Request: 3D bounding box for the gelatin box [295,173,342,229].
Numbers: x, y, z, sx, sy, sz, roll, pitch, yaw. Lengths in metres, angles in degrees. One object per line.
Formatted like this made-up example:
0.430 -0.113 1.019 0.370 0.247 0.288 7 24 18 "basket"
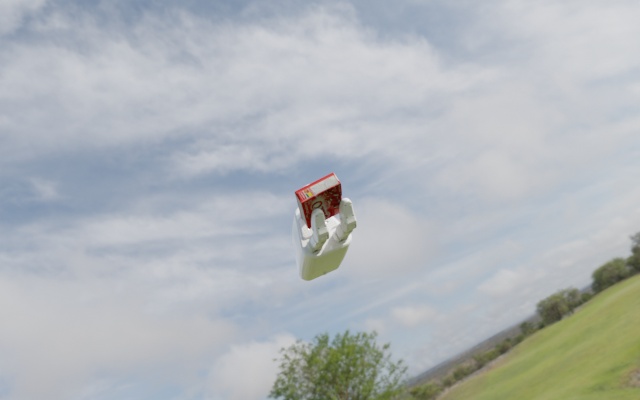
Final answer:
0.000 0.002 0.801 0.073 0.030 0.089 -27 -32 -10 "gelatin box"
